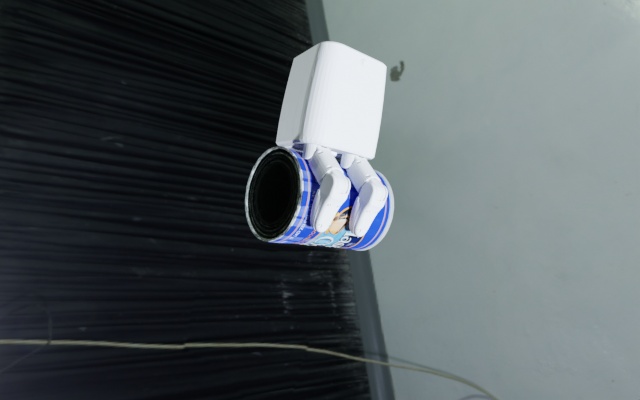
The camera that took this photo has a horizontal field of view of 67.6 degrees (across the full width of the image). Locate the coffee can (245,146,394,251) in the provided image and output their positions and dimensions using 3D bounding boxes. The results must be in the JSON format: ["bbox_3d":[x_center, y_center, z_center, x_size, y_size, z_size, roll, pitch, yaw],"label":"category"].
[{"bbox_3d":[0.000,0.002,0.549,0.140,0.103,0.103,10,-6,-40],"label":"coffee can"}]
